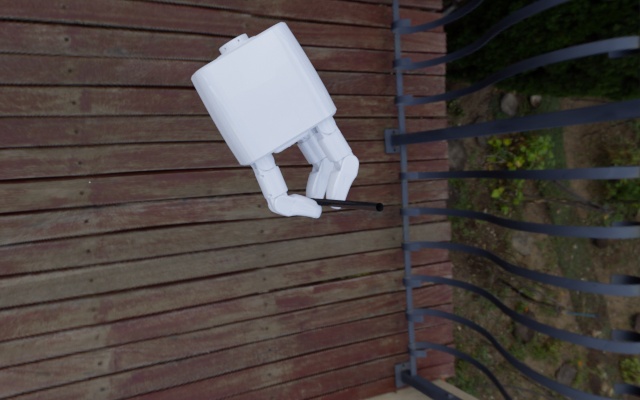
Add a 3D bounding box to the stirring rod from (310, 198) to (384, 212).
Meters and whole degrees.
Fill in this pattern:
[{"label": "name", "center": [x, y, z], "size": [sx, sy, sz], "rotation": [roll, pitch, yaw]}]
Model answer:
[{"label": "stirring rod", "center": [0.000, 0.002, 0.530], "size": [0.011, 0.011, 0.239], "rotation": [0, 2, -26]}]
